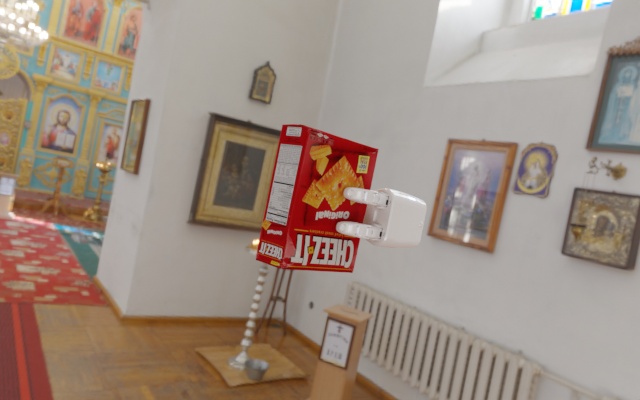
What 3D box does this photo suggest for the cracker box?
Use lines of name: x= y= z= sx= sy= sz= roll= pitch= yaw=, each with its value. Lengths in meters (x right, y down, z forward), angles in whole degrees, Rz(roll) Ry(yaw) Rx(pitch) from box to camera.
cracker box: x=0.000 y=0.002 z=0.758 sx=0.164 sy=0.213 sz=0.072 roll=11 pitch=0 yaw=-44
